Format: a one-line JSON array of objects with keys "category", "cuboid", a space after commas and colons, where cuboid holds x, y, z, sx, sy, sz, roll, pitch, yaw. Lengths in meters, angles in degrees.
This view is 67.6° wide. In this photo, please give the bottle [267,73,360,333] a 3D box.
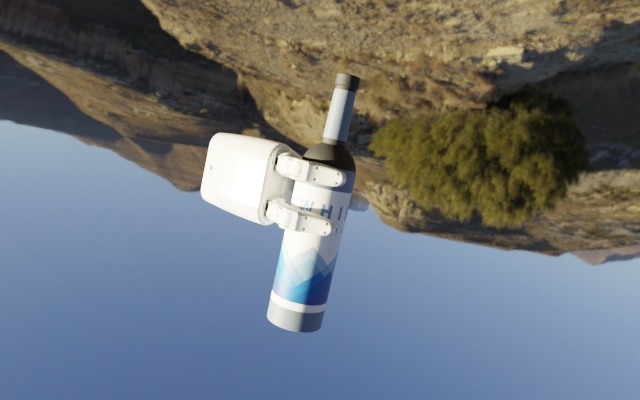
[{"category": "bottle", "cuboid": [0.000, 0.002, 0.556, 0.069, 0.296, 0.069, 12, 7, -1]}]
